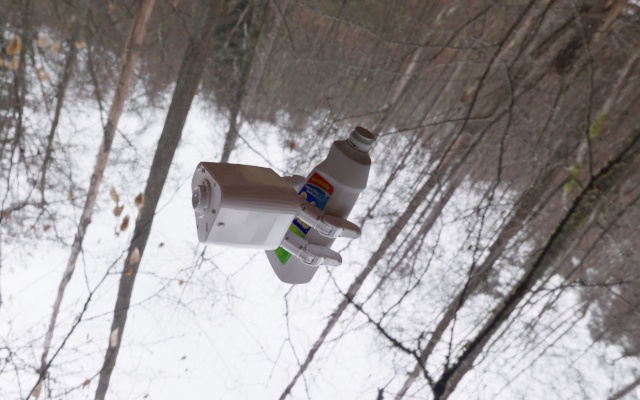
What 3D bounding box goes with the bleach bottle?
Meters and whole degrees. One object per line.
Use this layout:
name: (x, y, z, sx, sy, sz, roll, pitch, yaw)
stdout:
bleach bottle: (0.000, 0.002, 0.676, 0.068, 0.251, 0.102, 6, 38, -35)
